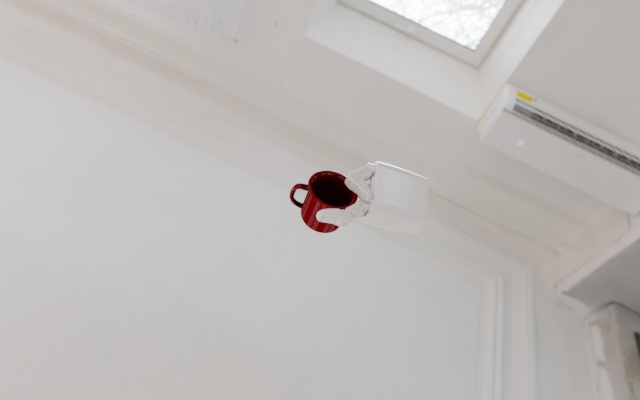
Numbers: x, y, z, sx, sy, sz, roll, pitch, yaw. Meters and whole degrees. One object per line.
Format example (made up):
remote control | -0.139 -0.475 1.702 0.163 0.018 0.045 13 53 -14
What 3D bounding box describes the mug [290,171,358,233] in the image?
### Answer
mug | -0.001 0.003 0.875 0.117 0.093 0.082 15 -45 -9
